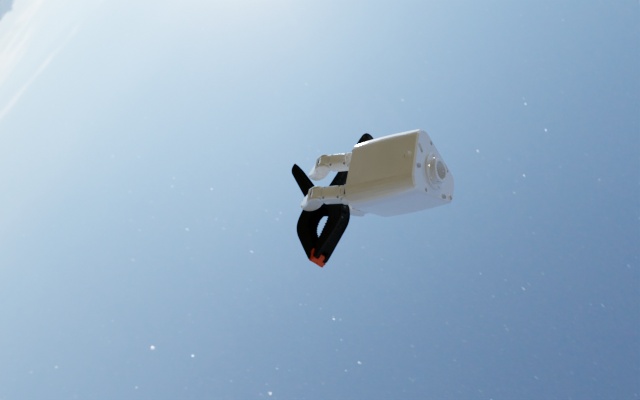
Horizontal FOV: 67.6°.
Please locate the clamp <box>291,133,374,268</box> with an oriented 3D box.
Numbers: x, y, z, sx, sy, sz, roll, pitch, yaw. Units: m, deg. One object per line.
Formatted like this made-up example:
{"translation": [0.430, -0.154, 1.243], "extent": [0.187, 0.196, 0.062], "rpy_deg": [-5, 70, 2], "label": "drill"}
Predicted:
{"translation": [0.001, 0.003, 0.737], "extent": [0.164, 0.210, 0.036], "rpy_deg": [-13, -36, 42], "label": "clamp"}
